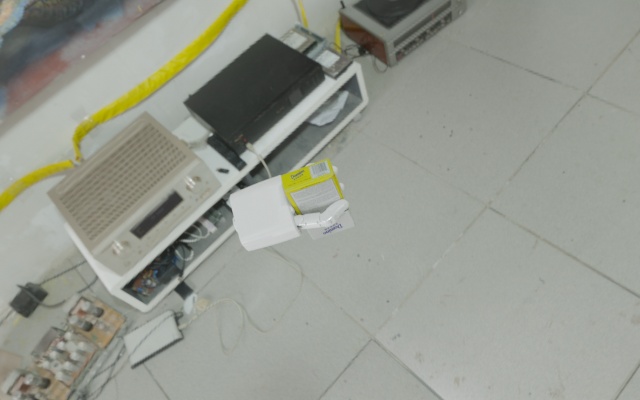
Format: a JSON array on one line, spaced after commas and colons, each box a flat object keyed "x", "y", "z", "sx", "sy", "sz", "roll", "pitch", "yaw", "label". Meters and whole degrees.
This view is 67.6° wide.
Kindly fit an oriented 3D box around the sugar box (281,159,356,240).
[{"x": 0.000, "y": 0.002, "z": 0.890, "sx": 0.093, "sy": 0.048, "sz": 0.176, "roll": -19, "pitch": -34, "yaw": 5, "label": "sugar box"}]
